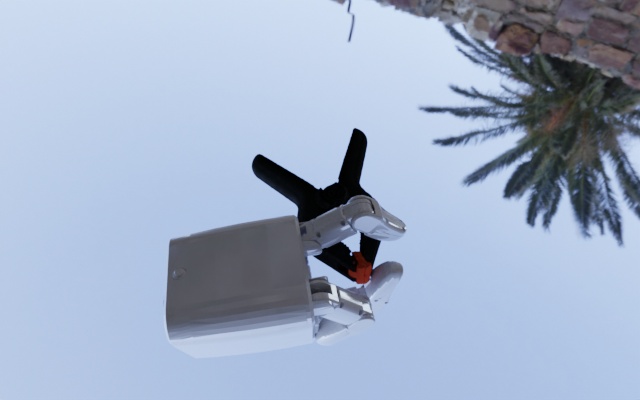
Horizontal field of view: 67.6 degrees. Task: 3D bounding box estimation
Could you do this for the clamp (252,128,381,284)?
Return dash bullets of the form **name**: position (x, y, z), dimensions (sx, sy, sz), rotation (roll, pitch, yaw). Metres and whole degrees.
- **clamp**: position (0.000, 0.002, 0.445), dimensions (0.120, 0.171, 0.039), rotation (-13, -41, 2)
